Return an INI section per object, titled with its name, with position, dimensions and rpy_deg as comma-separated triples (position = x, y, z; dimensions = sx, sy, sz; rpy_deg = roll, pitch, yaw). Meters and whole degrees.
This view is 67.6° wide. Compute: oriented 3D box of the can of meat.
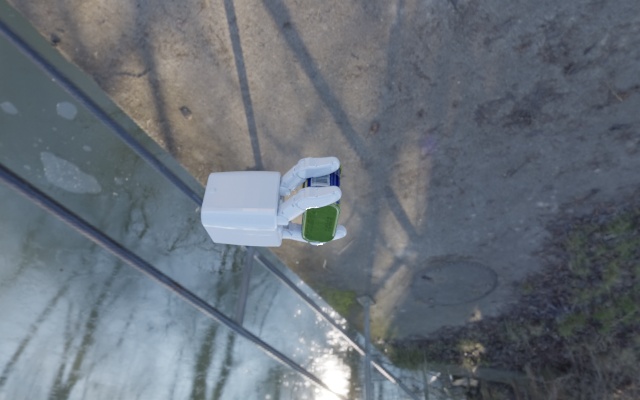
[can of meat]
position = 0.000, 0.003, 0.710
dimensions = 0.057, 0.083, 0.102
rpy_deg = 4, -40, -3
